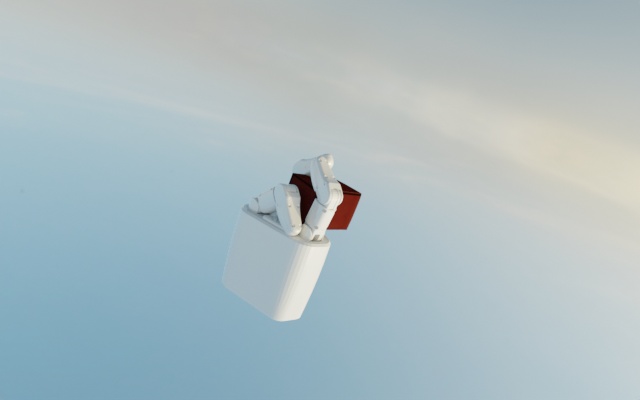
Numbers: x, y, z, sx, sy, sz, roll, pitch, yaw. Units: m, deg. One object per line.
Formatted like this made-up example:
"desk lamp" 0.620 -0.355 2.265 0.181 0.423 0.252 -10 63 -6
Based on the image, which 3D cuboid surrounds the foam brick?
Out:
"foam brick" 0.000 0.002 0.587 0.078 0.051 0.053 5 21 -44
